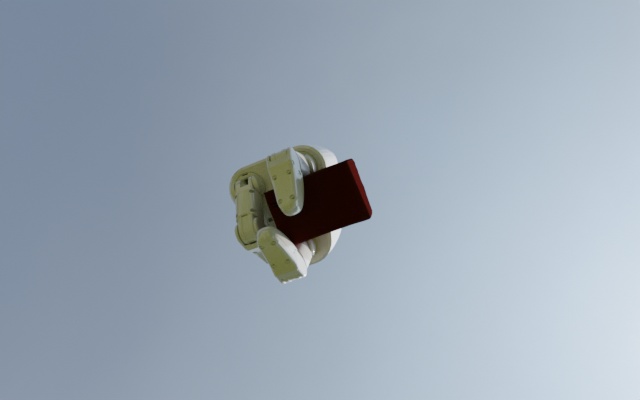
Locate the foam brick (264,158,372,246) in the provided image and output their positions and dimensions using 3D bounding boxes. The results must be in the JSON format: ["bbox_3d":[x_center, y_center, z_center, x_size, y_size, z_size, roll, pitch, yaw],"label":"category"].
[{"bbox_3d":[0.000,0.001,0.412,0.078,0.053,0.051,-20,2,12],"label":"foam brick"}]
